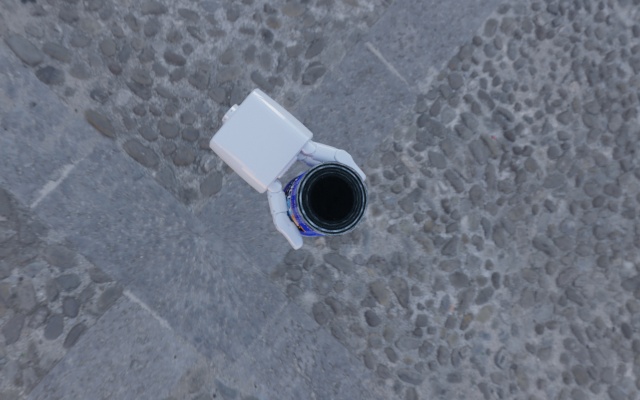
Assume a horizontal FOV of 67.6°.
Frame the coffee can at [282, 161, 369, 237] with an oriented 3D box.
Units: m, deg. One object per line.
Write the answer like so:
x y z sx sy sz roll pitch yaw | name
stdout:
0.000 0.003 0.711 0.103 0.103 0.140 0 -4 -14 | coffee can
